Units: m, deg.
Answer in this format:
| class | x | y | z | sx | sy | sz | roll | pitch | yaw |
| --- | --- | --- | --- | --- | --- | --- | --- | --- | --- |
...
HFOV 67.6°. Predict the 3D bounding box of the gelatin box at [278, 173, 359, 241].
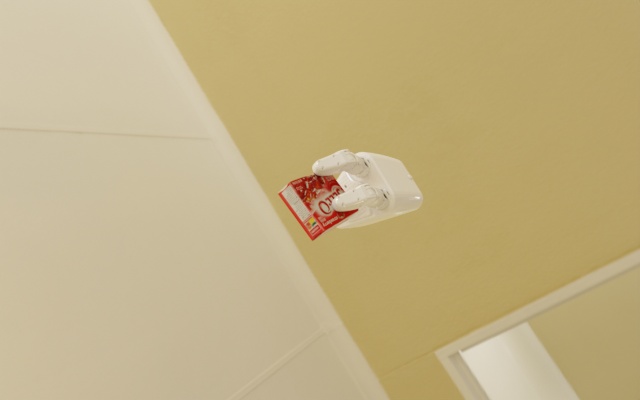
| class | x | y | z | sx | sy | sz | roll | pitch | yaw |
| --- | --- | --- | --- | --- | --- | --- | --- | --- | --- |
| gelatin box | 0.000 | 0.002 | 0.603 | 0.030 | 0.073 | 0.089 | -42 | -9 | 36 |
